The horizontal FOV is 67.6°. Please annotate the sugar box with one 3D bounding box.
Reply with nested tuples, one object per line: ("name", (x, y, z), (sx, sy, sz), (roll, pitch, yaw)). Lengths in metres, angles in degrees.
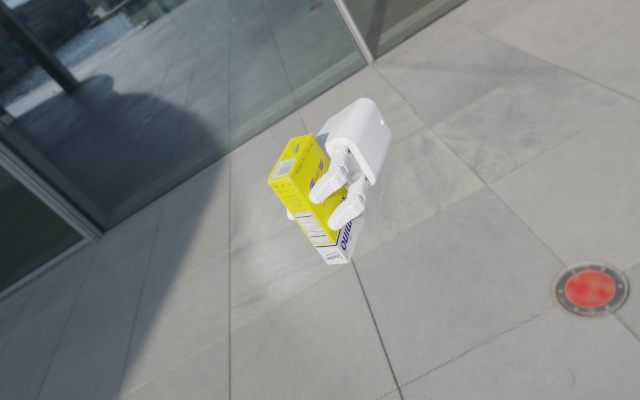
("sugar box", (0.001, 0.002, 0.687), (0.048, 0.093, 0.176), (-10, -50, 36))
